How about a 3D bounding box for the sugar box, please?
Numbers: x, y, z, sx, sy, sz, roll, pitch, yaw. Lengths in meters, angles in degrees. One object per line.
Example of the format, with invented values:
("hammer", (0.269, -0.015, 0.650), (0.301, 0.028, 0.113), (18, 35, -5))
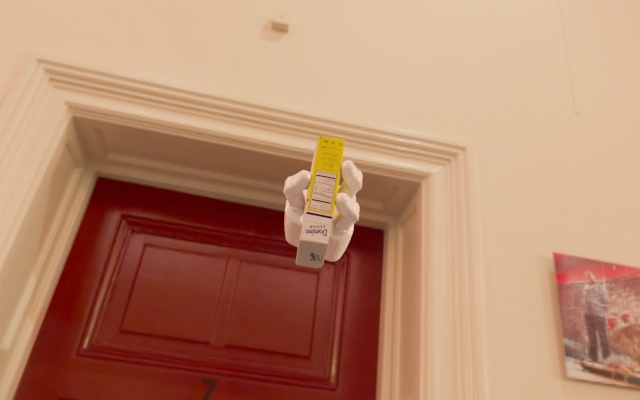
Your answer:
("sugar box", (0.001, 0.002, 0.706), (0.048, 0.176, 0.093), (8, -28, -2))
